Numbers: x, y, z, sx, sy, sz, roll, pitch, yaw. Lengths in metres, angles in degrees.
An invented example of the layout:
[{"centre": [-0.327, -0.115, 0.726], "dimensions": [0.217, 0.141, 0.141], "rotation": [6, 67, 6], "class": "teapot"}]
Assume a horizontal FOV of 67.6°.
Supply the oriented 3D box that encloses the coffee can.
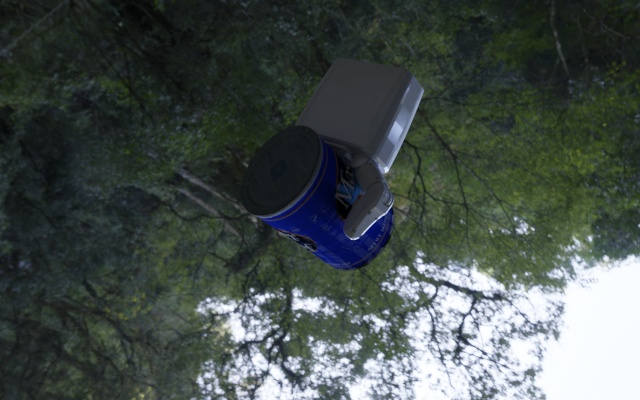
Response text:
[{"centre": [0.000, 0.002, 0.512], "dimensions": [0.103, 0.102, 0.140], "rotation": [0, -28, 43], "class": "coffee can"}]
